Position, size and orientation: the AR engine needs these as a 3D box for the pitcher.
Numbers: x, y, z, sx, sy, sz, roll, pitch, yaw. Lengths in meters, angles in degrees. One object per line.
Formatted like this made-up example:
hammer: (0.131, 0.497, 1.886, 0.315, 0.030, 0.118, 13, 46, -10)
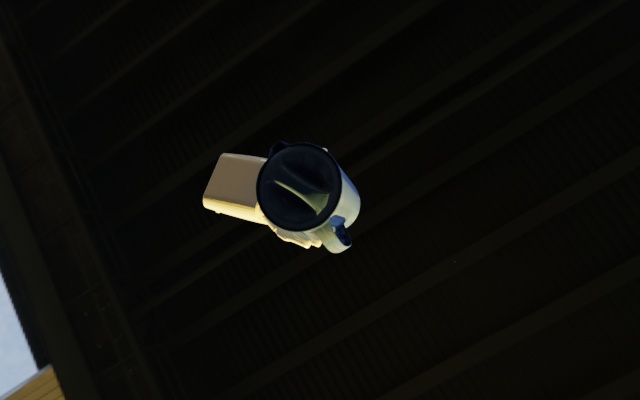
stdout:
pitcher: (0.000, 0.003, 0.805, 0.145, 0.149, 0.243, 12, -4, 16)
